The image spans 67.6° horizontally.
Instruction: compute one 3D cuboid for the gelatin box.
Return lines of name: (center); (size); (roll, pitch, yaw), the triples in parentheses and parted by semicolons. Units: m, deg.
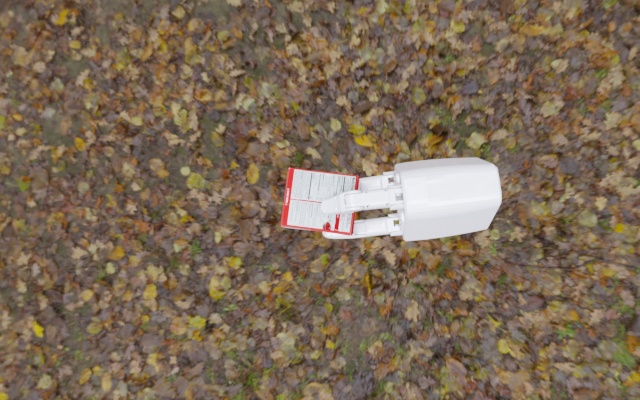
gelatin box: (0.000, 0.002, 0.587); (0.089, 0.073, 0.030); (7, -5, 2)
